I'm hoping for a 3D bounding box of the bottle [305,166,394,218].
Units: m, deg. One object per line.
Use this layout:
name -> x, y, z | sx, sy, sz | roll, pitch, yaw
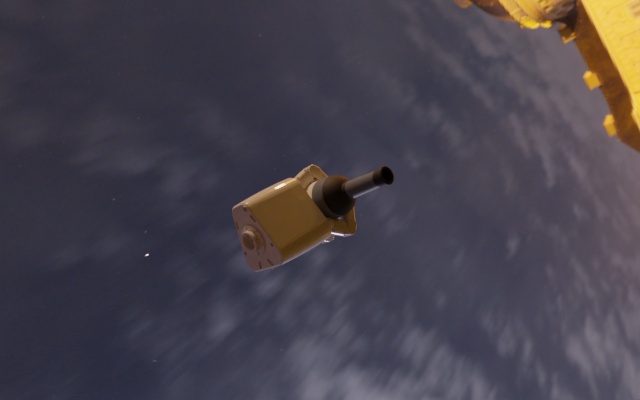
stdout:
bottle -> 0.000, 0.003, 0.772 | 0.069, 0.069, 0.296 | 0, -15, -41
